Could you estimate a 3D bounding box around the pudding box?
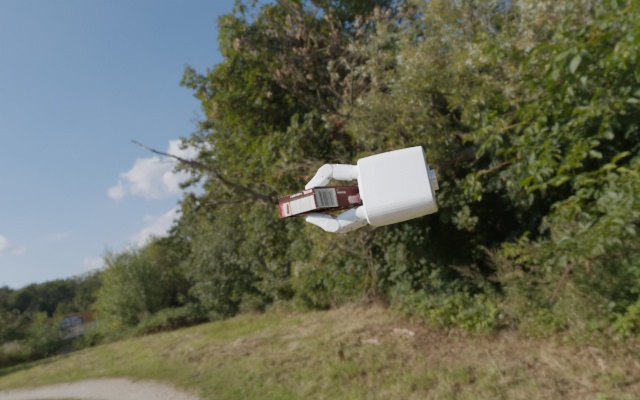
[{"bbox_3d":[0.000,0.002,0.800,0.090,0.039,0.113,-17,-11,42],"label":"pudding box"}]
